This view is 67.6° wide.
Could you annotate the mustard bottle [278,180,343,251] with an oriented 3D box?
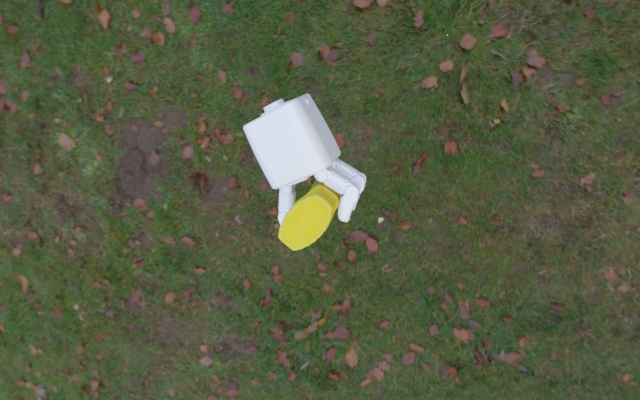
[{"bbox_3d":[0.000,0.003,0.745,0.058,0.096,0.191,39,24,-1],"label":"mustard bottle"}]
